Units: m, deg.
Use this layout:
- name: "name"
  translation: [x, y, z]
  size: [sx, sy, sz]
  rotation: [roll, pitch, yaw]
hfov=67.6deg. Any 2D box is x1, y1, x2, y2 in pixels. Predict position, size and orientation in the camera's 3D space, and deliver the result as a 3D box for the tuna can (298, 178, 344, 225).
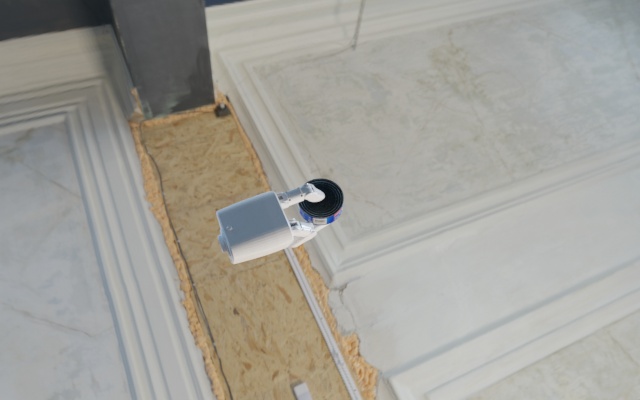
- name: "tuna can"
  translation: [0.000, 0.003, 0.893]
  size: [0.086, 0.086, 0.034]
  rotation: [0, -31, -1]
